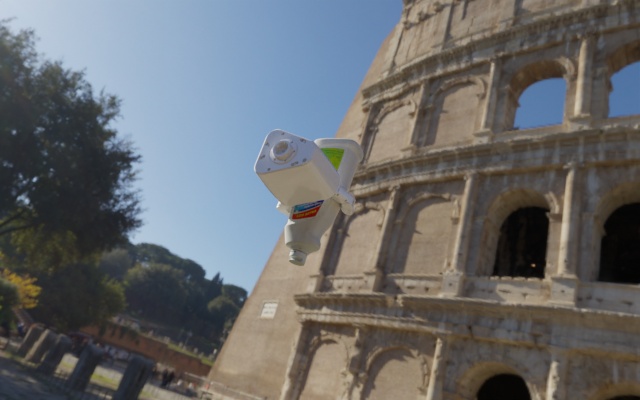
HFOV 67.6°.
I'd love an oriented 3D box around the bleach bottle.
[{"bbox_3d":[0.000,0.003,0.896,0.102,0.250,0.068,5,-26,27],"label":"bleach bottle"}]
